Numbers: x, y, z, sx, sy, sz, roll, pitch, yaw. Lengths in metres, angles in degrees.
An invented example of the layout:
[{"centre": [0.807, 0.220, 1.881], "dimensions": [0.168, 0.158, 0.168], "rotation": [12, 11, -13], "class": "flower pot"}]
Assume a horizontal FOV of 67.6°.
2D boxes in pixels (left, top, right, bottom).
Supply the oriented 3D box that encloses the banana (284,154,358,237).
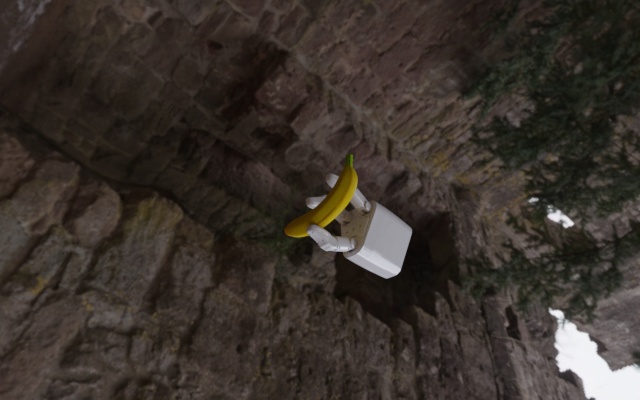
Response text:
[{"centre": [0.005, 0.012, 0.834], "dimensions": [0.037, 0.198, 0.069], "rotation": [29, 26, -29], "class": "banana"}]
